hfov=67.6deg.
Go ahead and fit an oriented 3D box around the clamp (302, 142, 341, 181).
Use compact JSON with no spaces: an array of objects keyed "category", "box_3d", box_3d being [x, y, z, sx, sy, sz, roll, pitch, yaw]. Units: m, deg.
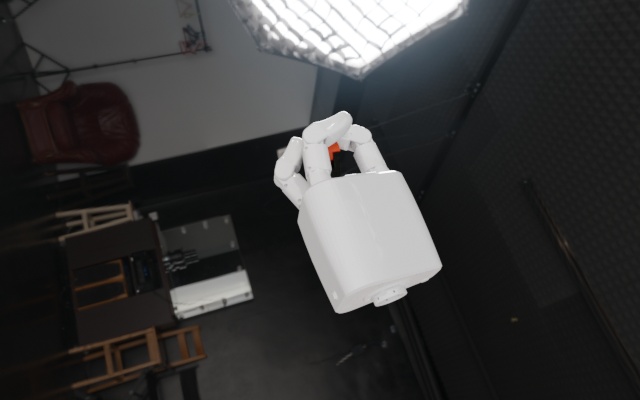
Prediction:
[{"category":"clamp","box_3d":[0.001,0.001,0.556,0.039,0.120,0.171,-18,-21,-15]}]
